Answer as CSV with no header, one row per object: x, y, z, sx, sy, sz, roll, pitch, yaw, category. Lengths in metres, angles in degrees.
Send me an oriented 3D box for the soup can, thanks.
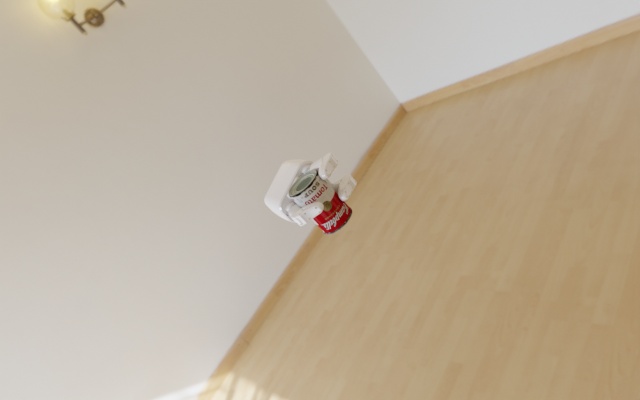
0.000,0.003,0.856,0.102,0.068,0.068,48,-23,-22,soup can
